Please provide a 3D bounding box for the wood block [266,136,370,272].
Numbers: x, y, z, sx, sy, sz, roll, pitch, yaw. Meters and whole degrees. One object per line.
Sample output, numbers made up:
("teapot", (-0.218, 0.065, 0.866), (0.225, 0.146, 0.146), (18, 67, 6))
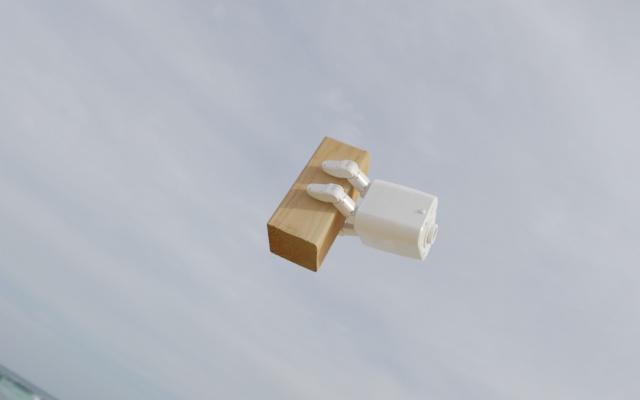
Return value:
("wood block", (0.001, 0.003, 0.804), (0.090, 0.206, 0.091), (22, -34, 15))
